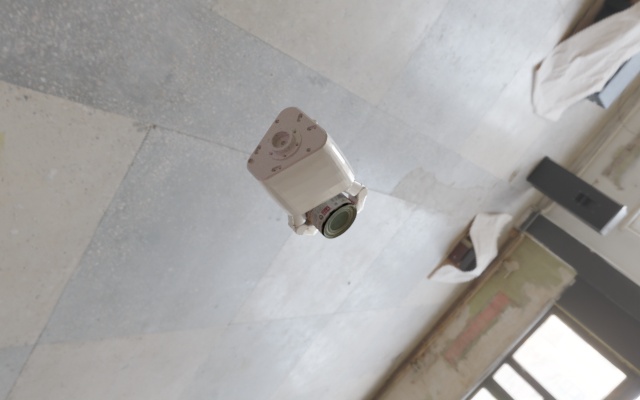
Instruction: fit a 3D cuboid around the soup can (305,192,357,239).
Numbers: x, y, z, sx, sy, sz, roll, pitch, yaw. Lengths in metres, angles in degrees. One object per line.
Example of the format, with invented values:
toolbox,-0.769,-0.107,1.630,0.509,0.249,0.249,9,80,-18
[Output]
soup can,0.000,0.003,0.736,0.068,0.068,0.102,0,36,-47
